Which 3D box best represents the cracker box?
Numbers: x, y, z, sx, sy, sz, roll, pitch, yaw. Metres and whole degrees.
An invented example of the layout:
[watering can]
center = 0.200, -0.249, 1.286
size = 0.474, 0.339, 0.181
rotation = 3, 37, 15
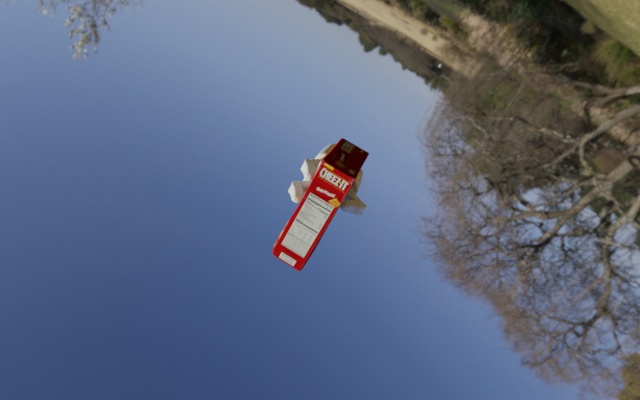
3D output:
[cracker box]
center = 0.000, 0.003, 0.896
size = 0.072, 0.214, 0.164
rotation = 30, 25, 1
